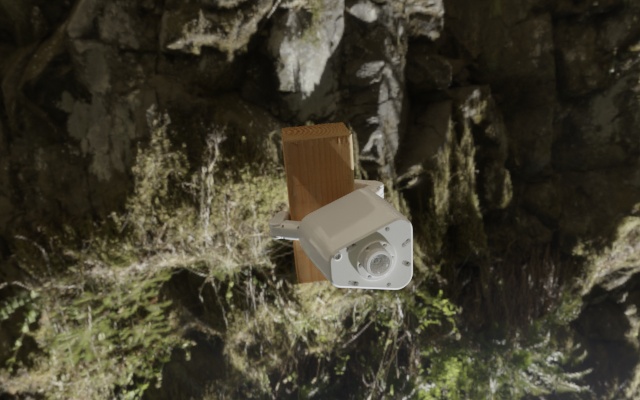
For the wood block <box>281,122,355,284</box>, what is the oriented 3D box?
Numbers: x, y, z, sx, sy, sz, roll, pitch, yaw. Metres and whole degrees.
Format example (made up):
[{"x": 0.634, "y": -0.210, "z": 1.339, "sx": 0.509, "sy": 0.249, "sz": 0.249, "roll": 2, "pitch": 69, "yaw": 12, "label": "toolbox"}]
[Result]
[{"x": 0.000, "y": 0.003, "z": 0.678, "sx": 0.091, "sy": 0.206, "sz": 0.090, "roll": -6, "pitch": 20, "yaw": -4, "label": "wood block"}]
